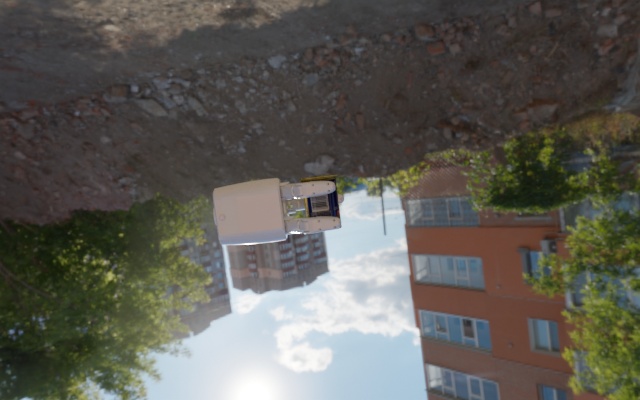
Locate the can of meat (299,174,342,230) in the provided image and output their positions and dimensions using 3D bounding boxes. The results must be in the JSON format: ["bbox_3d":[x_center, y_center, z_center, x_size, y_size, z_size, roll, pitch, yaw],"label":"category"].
[{"bbox_3d":[0.000,0.003,0.770,0.057,0.084,0.102,-7,3,-4],"label":"can of meat"}]
